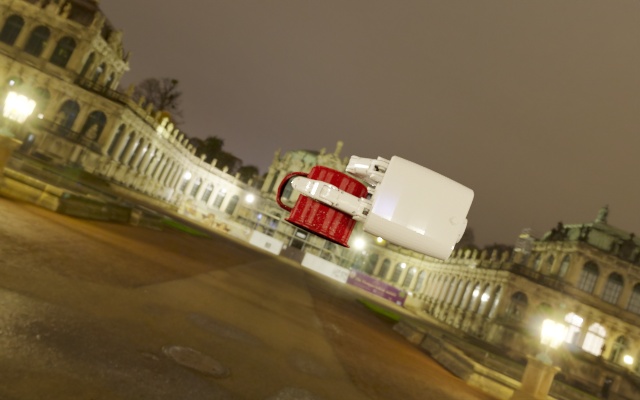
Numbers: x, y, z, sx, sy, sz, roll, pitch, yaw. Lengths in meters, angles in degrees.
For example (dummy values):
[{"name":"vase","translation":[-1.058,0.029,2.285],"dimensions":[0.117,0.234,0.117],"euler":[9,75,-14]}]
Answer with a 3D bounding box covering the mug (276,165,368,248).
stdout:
[{"name":"mug","translation":[-0.001,0.001,0.624],"dimensions":[0.117,0.081,0.093],"euler":[23,-7,6]}]
